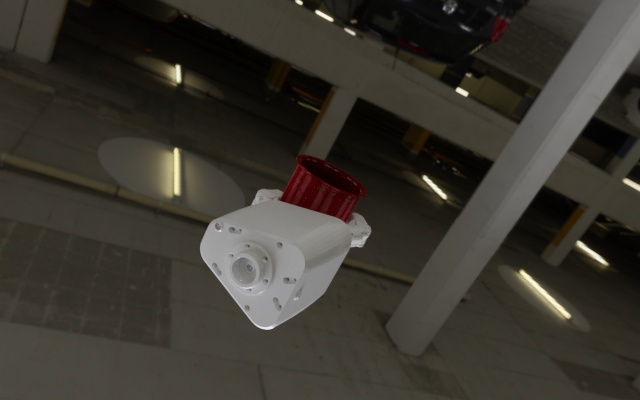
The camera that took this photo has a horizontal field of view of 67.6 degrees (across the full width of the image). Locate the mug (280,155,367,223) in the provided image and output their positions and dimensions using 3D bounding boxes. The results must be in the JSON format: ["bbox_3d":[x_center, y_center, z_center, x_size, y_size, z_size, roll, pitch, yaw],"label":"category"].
[{"bbox_3d":[0.000,0.002,0.582,0.093,0.081,0.117,34,19,16],"label":"mug"}]
